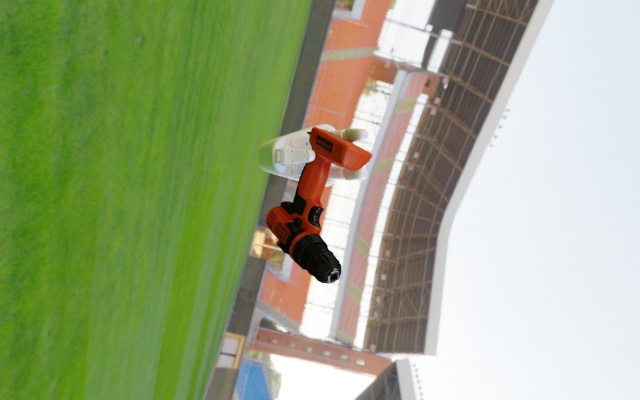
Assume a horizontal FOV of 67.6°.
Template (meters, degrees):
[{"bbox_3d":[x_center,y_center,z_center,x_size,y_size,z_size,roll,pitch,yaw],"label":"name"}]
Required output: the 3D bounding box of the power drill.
[{"bbox_3d":[0.000,0.002,0.677,0.057,0.188,0.184,16,15,-39],"label":"power drill"}]
